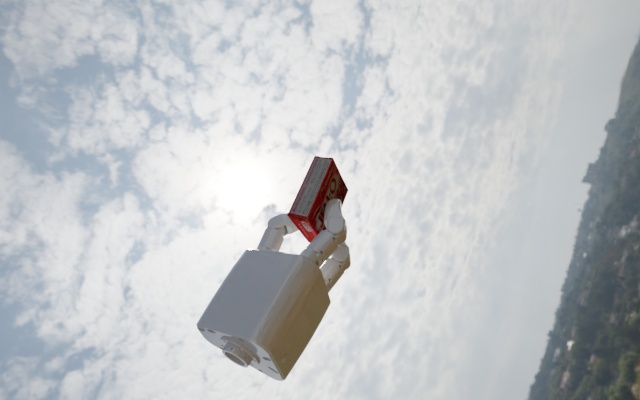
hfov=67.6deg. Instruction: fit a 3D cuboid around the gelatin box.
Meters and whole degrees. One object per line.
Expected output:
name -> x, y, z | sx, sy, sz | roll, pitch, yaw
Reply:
gelatin box -> 0.000, 0.002, 0.590 | 0.030, 0.089, 0.073 | 10, -26, 26
